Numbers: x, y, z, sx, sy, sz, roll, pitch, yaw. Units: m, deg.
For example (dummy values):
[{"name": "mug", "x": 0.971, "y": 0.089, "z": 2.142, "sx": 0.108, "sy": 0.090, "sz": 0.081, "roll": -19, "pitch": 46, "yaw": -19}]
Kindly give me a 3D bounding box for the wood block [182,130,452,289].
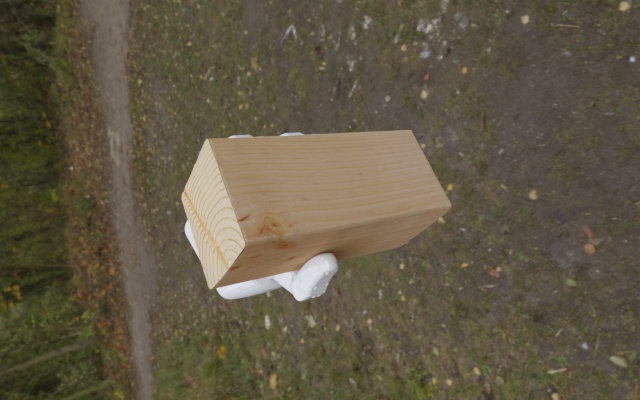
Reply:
[{"name": "wood block", "x": 0.000, "y": 0.002, "z": 0.419, "sx": 0.206, "sy": 0.090, "sz": 0.090, "roll": -8, "pitch": -25, "yaw": -34}]
